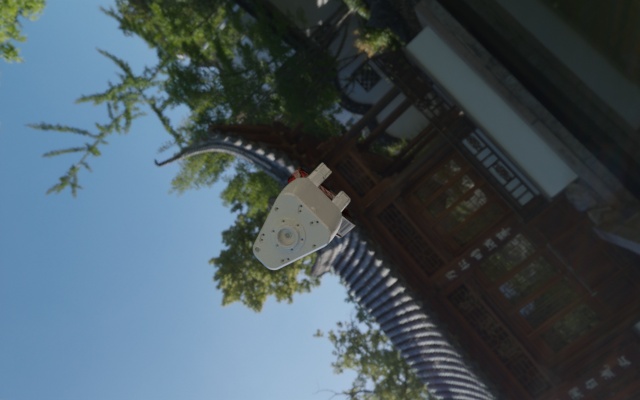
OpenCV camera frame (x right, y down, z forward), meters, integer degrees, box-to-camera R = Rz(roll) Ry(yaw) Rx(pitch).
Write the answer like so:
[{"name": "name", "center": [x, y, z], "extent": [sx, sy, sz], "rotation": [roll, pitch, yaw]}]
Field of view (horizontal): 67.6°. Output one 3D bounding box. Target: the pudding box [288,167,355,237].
[{"name": "pudding box", "center": [0.000, 0.003, 0.816], "extent": [0.113, 0.039, 0.090], "rotation": [39, 16, -30]}]
